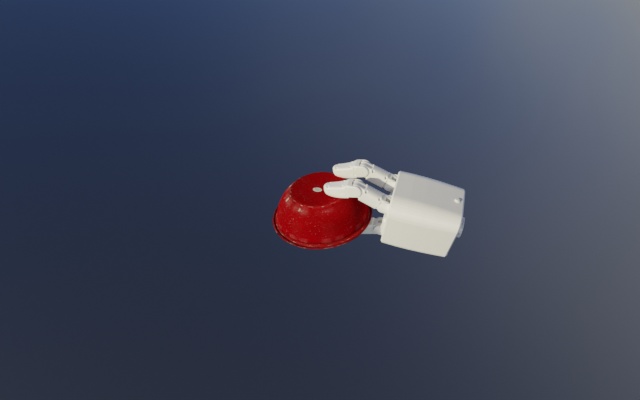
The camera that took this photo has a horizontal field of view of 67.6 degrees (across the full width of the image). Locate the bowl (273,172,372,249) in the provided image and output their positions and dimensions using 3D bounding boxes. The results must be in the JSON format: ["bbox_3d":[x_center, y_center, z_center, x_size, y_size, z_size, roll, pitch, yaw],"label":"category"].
[{"bbox_3d":[-0.001,0.002,0.757,0.162,0.055,0.162,-5,38,4],"label":"bowl"}]
